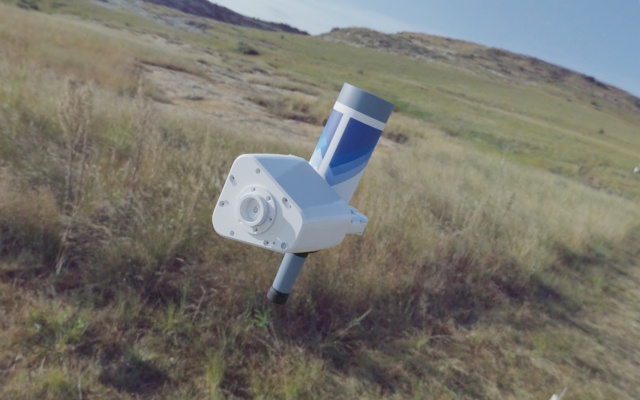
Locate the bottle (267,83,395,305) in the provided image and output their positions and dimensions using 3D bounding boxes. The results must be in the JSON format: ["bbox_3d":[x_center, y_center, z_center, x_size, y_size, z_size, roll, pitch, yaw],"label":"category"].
[{"bbox_3d":[0.000,0.002,0.608,0.069,0.296,0.069,23,13,-6],"label":"bottle"}]
